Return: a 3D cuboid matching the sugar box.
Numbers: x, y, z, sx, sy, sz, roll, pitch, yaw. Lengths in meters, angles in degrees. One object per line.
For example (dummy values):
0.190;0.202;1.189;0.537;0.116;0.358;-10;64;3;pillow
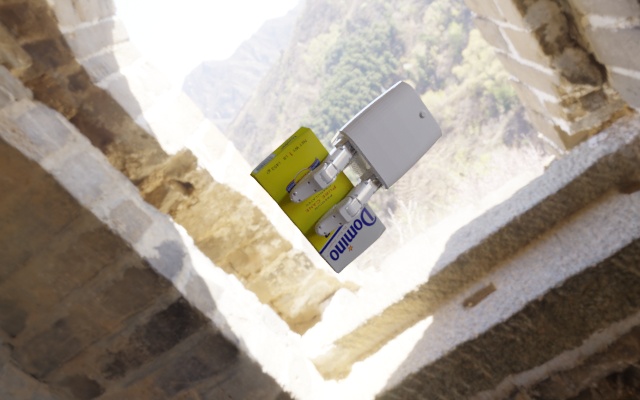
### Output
0.000;0.002;0.616;0.093;0.176;0.048;-42;19;-6;sugar box
